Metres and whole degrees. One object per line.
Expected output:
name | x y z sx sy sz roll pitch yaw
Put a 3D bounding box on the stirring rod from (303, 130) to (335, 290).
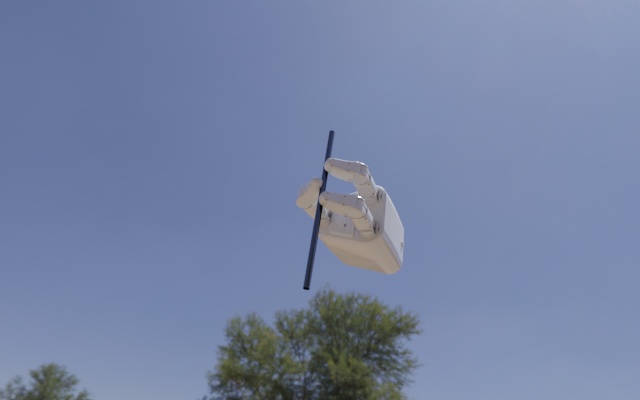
stirring rod | 0.000 0.002 0.613 0.011 0.239 0.011 7 -33 4
